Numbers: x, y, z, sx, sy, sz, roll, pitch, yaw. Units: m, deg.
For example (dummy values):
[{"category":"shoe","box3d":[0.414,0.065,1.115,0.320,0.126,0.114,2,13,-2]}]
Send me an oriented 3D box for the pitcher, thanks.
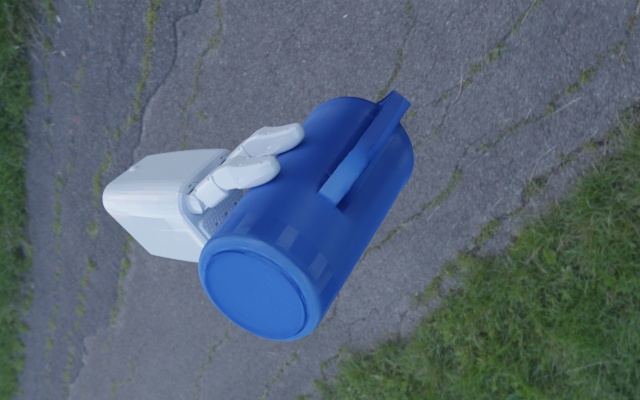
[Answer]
[{"category":"pitcher","box3d":[0.000,0.001,0.445,0.145,0.149,0.242,3,34,25]}]
